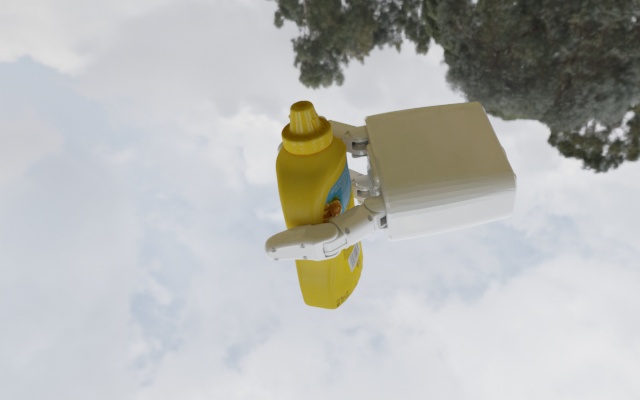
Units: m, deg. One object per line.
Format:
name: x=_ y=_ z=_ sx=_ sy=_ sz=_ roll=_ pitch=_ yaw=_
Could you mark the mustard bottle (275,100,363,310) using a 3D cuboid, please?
mustard bottle: x=0.000 y=0.002 z=0.425 sx=0.058 sy=0.192 sz=0.096 roll=6 pitch=41 yaw=20
